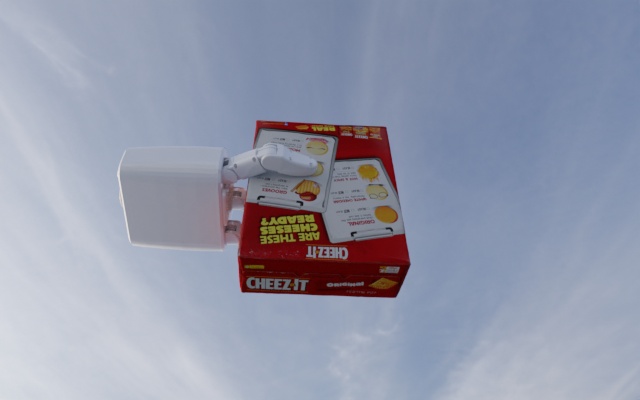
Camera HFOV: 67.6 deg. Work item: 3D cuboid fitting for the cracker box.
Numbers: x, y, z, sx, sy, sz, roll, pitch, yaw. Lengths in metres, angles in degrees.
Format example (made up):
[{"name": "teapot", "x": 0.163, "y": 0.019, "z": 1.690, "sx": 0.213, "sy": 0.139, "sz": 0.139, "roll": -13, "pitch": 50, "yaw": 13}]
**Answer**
[{"name": "cracker box", "x": 0.000, "y": 0.002, "z": 0.536, "sx": 0.164, "sy": 0.213, "sz": 0.072, "roll": 3, "pitch": -44, "yaw": -4}]
